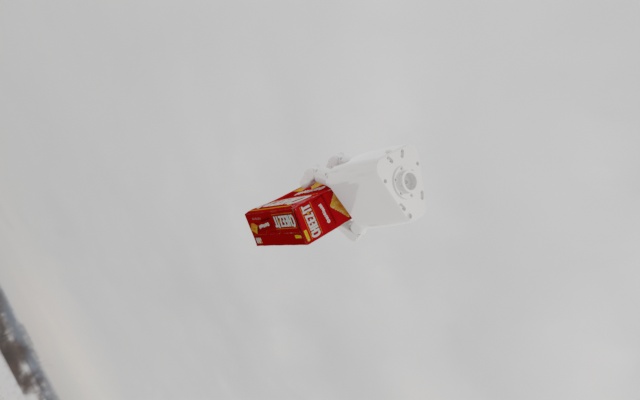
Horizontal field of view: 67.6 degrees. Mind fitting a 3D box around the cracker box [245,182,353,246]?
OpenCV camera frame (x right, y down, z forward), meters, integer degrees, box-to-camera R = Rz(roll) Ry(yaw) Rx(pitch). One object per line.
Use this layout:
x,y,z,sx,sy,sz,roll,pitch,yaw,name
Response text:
0.000,0.003,0.825,0.213,0.072,0.164,-28,11,-34,cracker box
